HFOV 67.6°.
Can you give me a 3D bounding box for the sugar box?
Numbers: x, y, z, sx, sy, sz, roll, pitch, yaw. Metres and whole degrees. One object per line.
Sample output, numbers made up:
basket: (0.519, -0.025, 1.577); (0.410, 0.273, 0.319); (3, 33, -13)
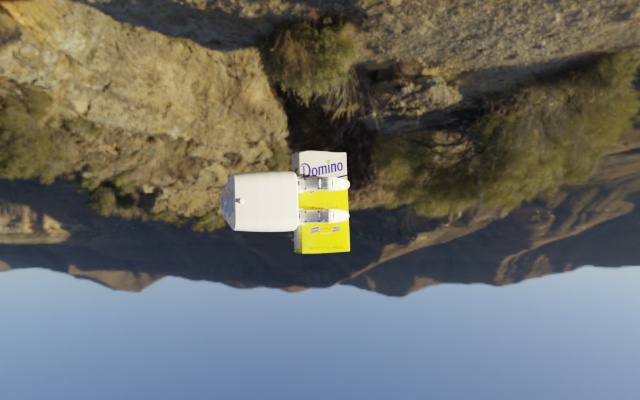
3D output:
sugar box: (0.000, 0.003, 0.839); (0.093, 0.176, 0.048); (-1, -2, -22)
